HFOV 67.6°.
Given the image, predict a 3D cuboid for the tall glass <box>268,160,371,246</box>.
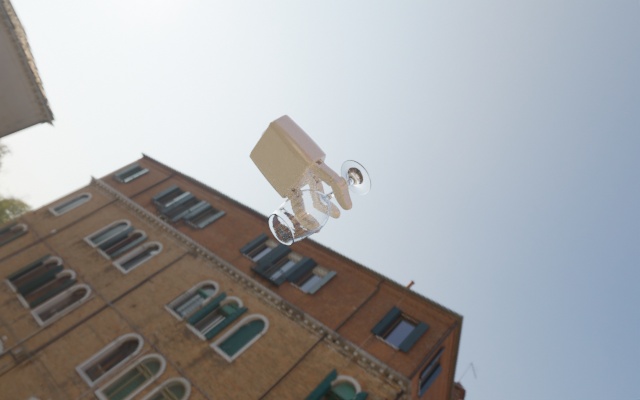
[{"bbox_3d":[0.001,0.003,0.853,0.201,0.079,0.079,-35,22,-35],"label":"tall glass"}]
